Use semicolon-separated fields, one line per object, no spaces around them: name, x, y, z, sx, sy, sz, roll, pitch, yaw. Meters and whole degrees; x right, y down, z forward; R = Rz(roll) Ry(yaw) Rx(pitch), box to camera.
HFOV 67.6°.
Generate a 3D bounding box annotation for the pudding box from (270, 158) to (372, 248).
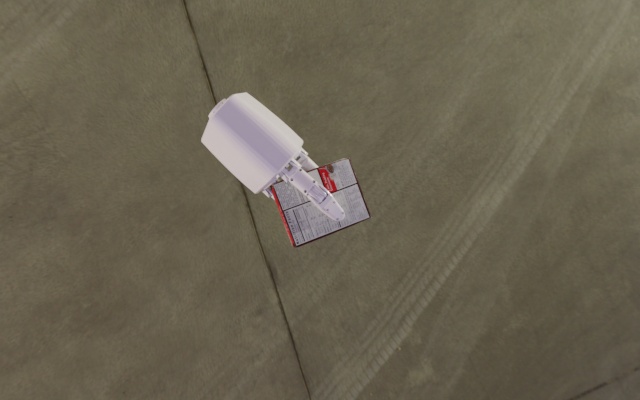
pudding box;0.000;0.002;0.634;0.113;0.090;0.039;-20;3;-8
